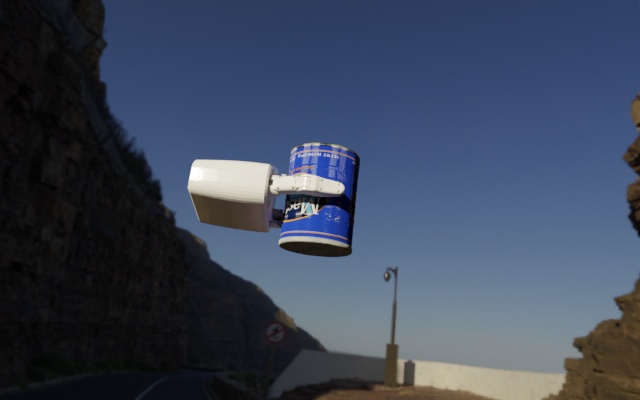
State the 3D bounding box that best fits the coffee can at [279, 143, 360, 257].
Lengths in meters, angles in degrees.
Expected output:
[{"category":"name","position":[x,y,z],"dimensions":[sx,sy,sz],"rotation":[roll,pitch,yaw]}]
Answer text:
[{"category":"coffee can","position":[0.000,0.002,0.683],"dimensions":[0.103,0.140,0.103],"rotation":[6,-16,2]}]
